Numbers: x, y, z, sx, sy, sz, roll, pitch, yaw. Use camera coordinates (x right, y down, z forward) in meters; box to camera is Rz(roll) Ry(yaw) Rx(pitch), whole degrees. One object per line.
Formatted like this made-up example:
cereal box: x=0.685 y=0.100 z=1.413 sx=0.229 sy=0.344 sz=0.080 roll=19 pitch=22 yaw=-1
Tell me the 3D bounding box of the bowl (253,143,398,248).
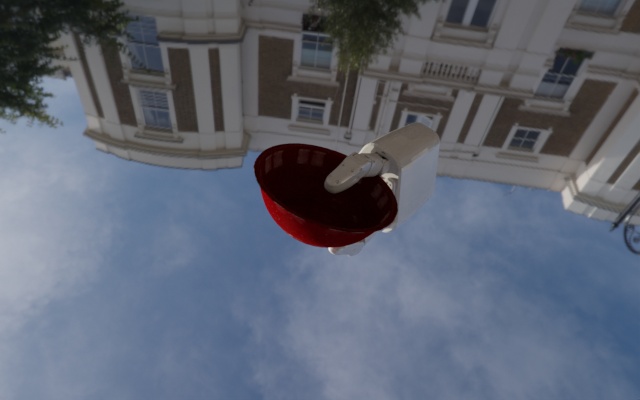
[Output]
bowl: x=-0.001 y=0.002 z=0.525 sx=0.162 sy=0.055 sz=0.162 roll=15 pitch=32 yaw=-10
